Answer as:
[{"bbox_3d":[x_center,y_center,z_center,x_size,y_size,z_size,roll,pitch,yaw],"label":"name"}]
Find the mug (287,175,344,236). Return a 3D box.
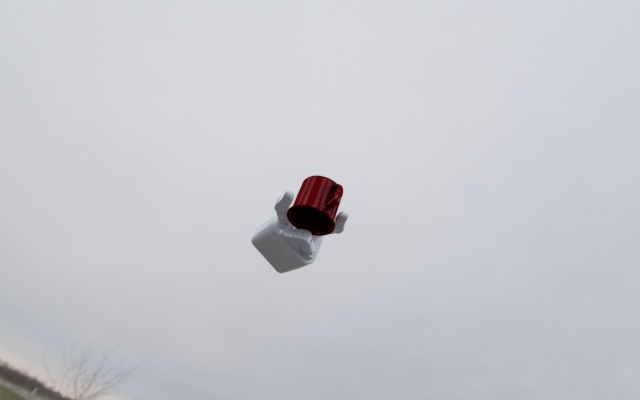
[{"bbox_3d":[0.001,0.002,0.885,0.093,0.081,0.117,36,-38,-21],"label":"mug"}]
